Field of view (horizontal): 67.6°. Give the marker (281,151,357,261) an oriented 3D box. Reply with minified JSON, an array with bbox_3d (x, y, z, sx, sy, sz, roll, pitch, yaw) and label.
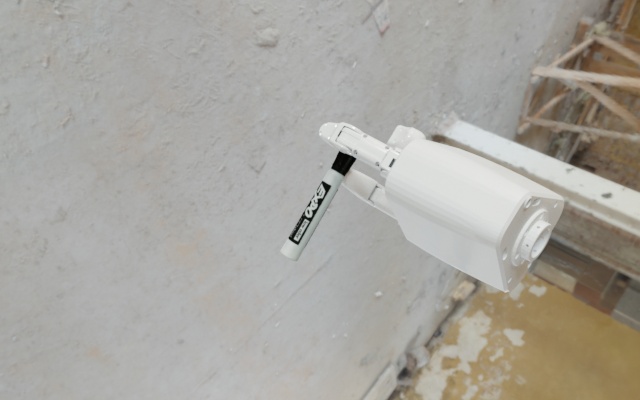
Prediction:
[{"bbox_3d":[0.000,0.001,0.452,0.020,0.121,0.020,30,2,-1],"label":"marker"}]
